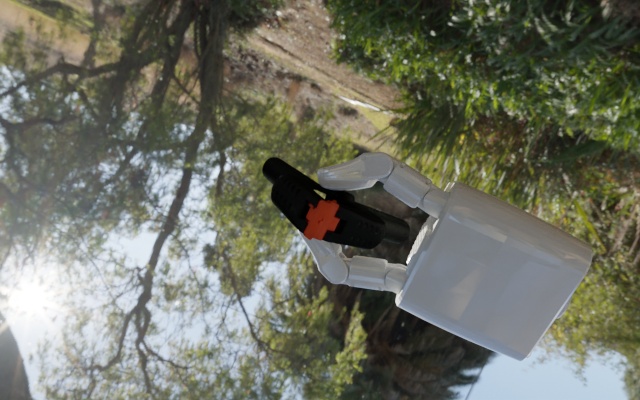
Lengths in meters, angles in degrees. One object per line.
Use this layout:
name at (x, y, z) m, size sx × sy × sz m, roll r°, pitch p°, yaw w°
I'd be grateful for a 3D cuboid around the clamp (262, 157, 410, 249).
clamp at (0.000, 0.002, 0.408) m, size 0.164 × 0.036 × 0.210 m, roll 26°, pitch 6°, yaw 9°
